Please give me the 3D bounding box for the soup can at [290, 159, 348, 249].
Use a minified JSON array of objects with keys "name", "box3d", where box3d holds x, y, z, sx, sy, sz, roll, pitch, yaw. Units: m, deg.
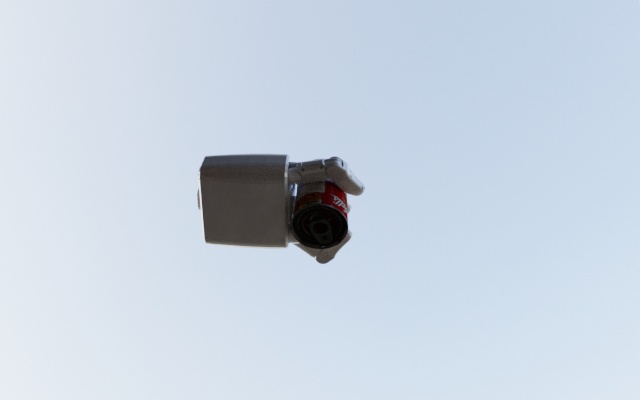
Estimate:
[{"name":"soup can","box3d":[0.001,0.002,0.596,0.068,0.069,0.102,0,37,2]}]
